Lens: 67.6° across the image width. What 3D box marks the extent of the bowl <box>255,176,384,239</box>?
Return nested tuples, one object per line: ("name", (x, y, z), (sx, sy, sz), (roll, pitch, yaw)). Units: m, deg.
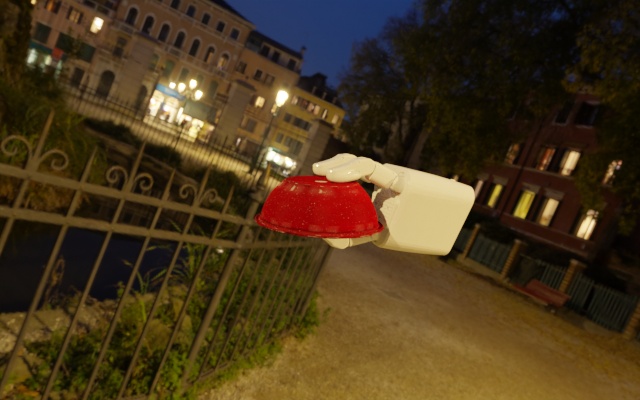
("bowl", (-0.001, 0.002, 0.596), (0.162, 0.055, 0.162), (3, 10, -1))
